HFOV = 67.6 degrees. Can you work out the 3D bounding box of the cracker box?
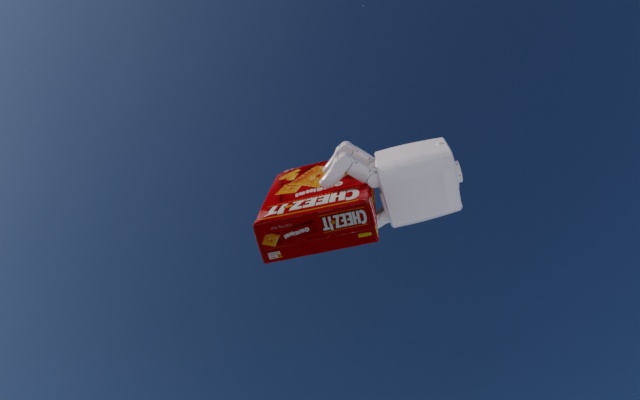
[{"bbox_3d":[0.000,0.002,0.733,0.164,0.072,0.213,-13,20,10],"label":"cracker box"}]
